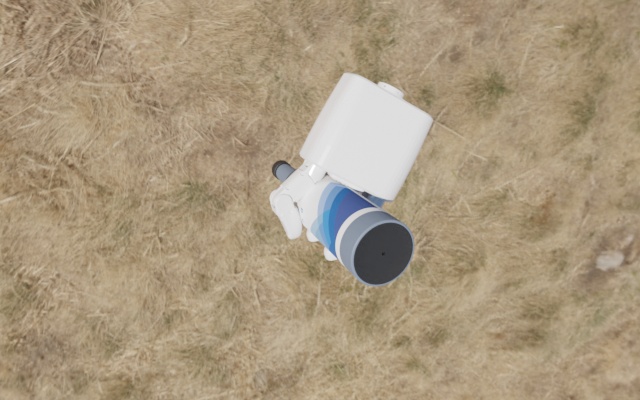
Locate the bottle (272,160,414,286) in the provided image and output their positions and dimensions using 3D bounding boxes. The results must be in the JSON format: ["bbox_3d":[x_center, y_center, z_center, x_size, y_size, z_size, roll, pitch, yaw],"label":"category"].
[{"bbox_3d":[0.000,0.002,0.560,0.069,0.069,0.295,0,19,-24],"label":"bottle"}]
